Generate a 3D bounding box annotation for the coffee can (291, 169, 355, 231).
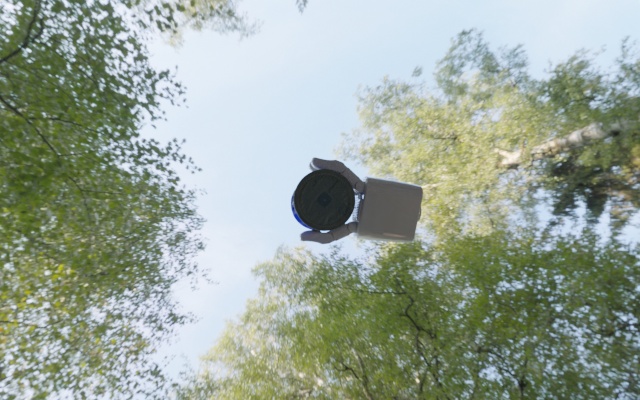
[{"bbox_3d":[0.000,0.003,0.854,0.103,0.103,0.140,0,-3,-6],"label":"coffee can"}]
